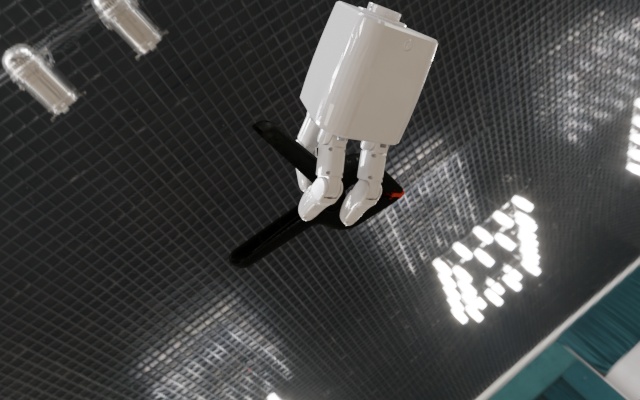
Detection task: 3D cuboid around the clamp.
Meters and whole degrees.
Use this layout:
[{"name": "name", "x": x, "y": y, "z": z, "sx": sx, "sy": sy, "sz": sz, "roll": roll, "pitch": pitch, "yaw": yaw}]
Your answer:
[{"name": "clamp", "x": 0.000, "y": 0.001, "z": 0.523, "sx": 0.210, "sy": 0.165, "sz": 0.036, "roll": 2, "pitch": 31, "yaw": -36}]
